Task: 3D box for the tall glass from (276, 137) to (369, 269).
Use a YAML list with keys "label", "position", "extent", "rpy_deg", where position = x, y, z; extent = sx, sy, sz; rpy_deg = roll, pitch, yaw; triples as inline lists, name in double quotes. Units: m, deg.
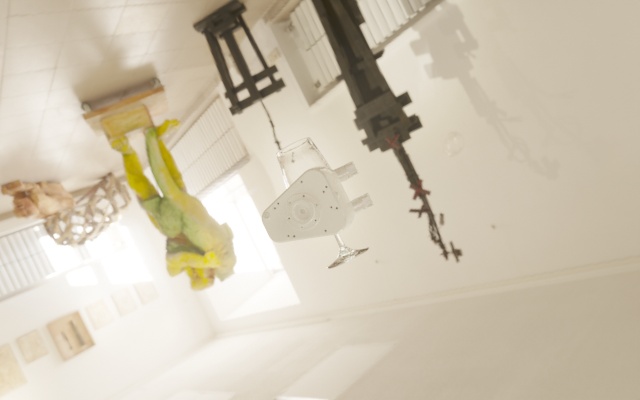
- label: "tall glass"
  position: [0.000, 0.003, 0.760]
  extent: [0.079, 0.201, 0.079]
  rpy_deg: [-26, -1, 0]
